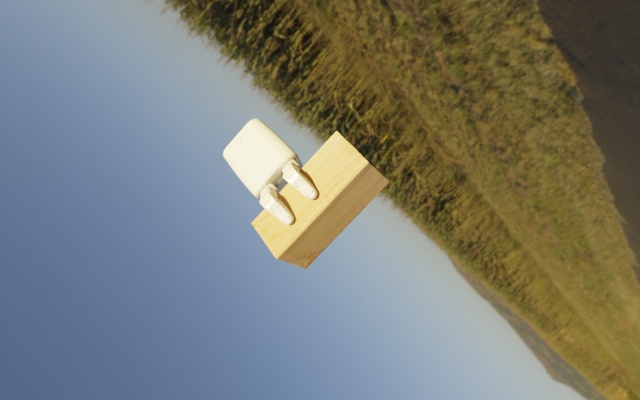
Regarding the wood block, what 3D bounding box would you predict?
[{"bbox_3d":[0.000,0.002,0.783,0.090,0.206,0.091,49,11,34],"label":"wood block"}]
